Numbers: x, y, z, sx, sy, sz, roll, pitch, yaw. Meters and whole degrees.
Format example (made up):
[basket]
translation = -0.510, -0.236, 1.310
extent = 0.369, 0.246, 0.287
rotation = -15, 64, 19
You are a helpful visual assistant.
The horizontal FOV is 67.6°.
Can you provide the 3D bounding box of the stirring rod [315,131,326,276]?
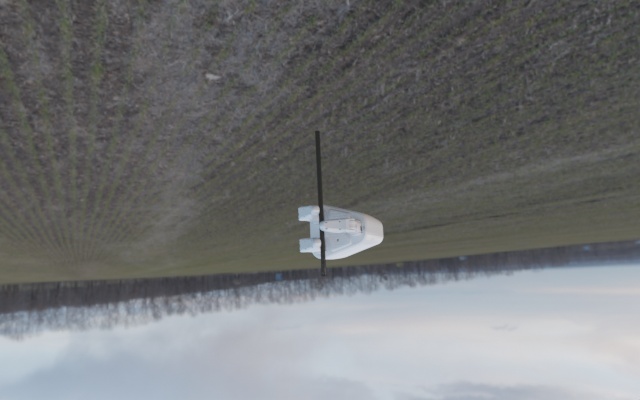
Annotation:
[stirring rod]
translation = 0.000, 0.002, 0.783
extent = 0.011, 0.239, 0.011
rotation = -3, -9, 0
